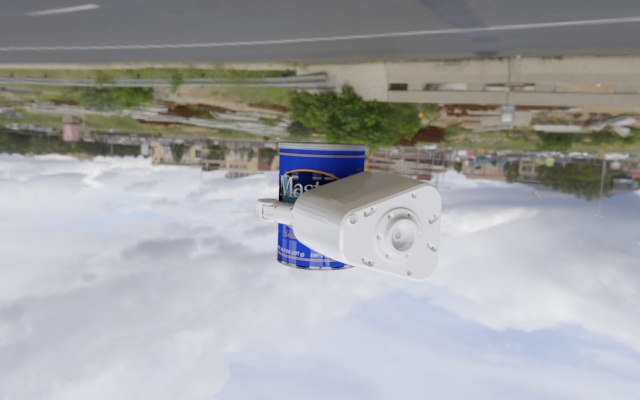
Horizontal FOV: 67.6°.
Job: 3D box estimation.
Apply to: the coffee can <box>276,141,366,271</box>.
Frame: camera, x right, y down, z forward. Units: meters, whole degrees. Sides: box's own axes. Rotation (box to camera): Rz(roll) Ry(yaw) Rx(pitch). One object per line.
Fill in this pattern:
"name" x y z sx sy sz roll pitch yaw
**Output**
"coffee can" 0.000 0.002 0.567 0.103 0.140 0.103 2 7 0
